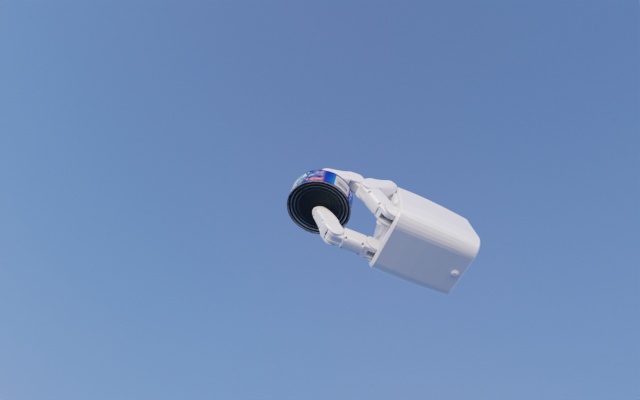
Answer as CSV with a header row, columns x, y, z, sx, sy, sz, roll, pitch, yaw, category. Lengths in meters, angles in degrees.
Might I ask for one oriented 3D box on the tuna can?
x,y,z,sx,sy,sz,roll,pitch,yaw,category
0.000,0.002,0.640,0.086,0.086,0.033,0,34,12,tuna can
